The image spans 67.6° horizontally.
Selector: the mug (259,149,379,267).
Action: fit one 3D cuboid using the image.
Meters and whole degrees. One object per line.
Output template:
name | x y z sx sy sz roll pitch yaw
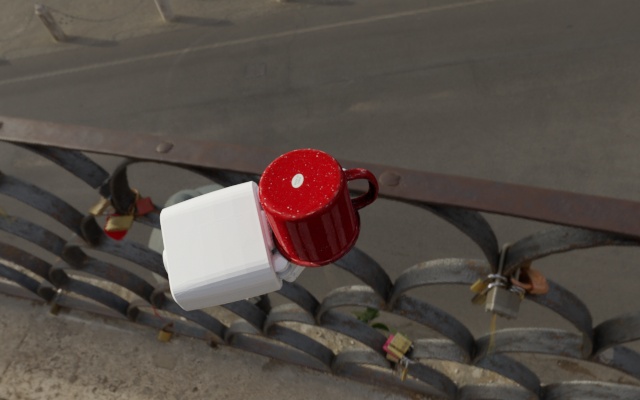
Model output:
mug | 0.001 0.001 0.461 0.117 0.093 0.082 -17 -36 0
